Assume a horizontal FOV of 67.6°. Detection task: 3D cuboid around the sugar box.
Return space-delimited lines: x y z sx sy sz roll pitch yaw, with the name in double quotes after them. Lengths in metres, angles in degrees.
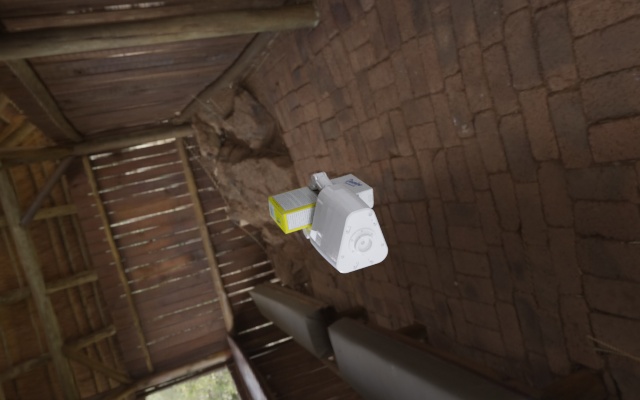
0.000 0.003 0.882 0.176 0.048 0.093 -13 25 -19 "sugar box"
